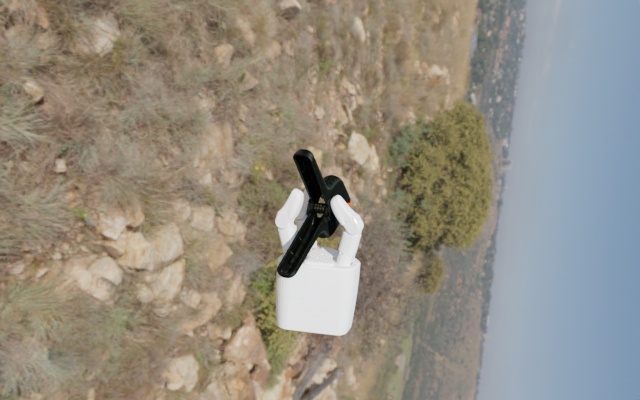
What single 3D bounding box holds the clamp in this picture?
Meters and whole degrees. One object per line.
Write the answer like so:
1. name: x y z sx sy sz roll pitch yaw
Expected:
1. clamp: 0.001 0.003 0.676 0.036 0.164 0.210 13 16 20
